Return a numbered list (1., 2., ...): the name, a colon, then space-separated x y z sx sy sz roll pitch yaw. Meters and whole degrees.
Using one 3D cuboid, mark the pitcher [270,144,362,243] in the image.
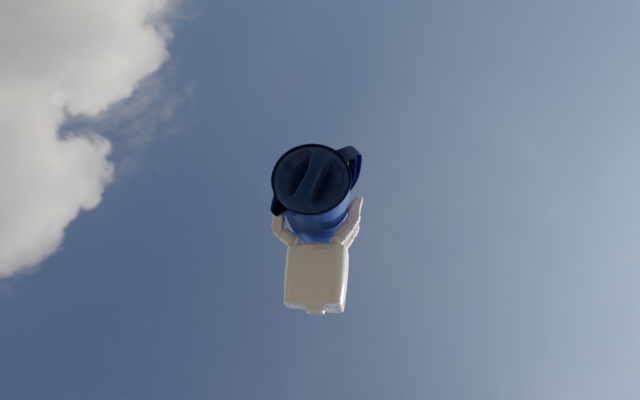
1. pitcher: 0.000 0.003 0.890 0.149 0.145 0.243 2 -23 5
